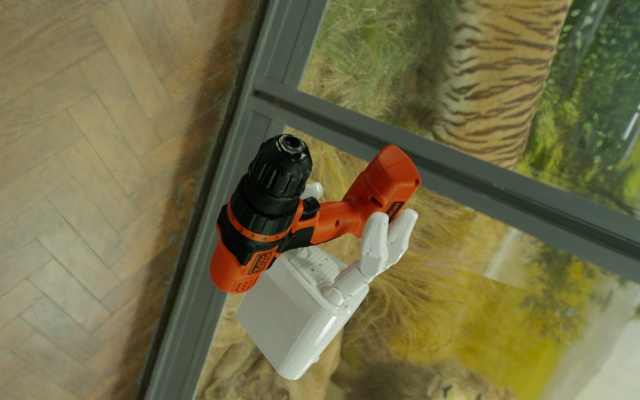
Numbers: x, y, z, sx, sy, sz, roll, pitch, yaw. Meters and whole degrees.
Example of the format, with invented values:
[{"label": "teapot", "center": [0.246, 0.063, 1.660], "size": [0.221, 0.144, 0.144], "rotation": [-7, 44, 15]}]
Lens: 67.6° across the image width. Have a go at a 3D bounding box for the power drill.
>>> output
[{"label": "power drill", "center": [0.000, 0.002, 0.425], "size": [0.187, 0.057, 0.184], "rotation": [-14, -28, -36]}]
